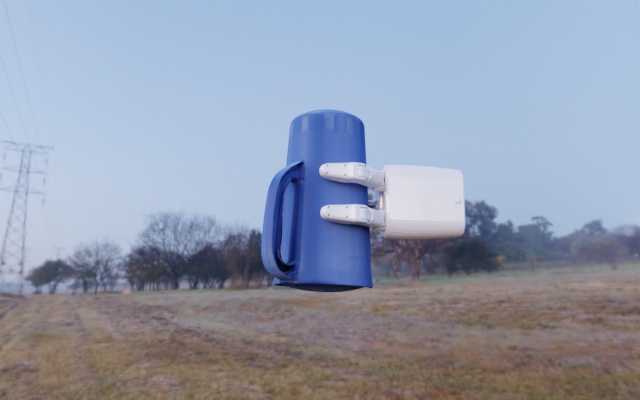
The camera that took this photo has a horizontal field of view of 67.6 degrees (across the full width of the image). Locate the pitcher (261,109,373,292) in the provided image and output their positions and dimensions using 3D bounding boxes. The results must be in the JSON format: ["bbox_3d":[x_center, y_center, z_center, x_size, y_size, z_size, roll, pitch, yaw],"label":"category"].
[{"bbox_3d":[0.000,0.002,0.656,0.145,0.242,0.149,2,-12,-2],"label":"pitcher"}]
